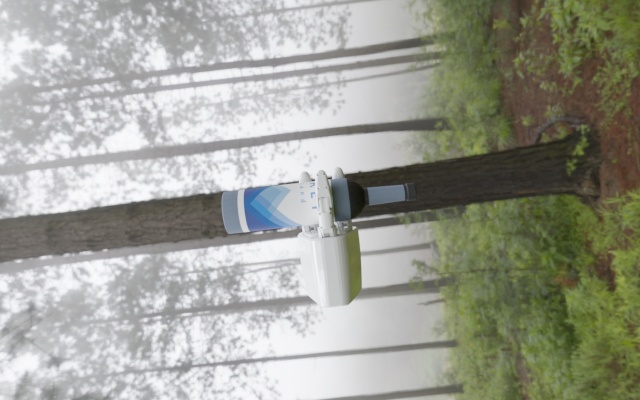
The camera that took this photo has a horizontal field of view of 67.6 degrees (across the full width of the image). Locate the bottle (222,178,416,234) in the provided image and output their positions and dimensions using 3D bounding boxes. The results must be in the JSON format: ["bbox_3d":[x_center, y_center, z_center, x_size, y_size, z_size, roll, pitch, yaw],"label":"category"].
[{"bbox_3d":[0.000,0.002,0.743,0.296,0.069,0.069,-6,0,1],"label":"bottle"}]
